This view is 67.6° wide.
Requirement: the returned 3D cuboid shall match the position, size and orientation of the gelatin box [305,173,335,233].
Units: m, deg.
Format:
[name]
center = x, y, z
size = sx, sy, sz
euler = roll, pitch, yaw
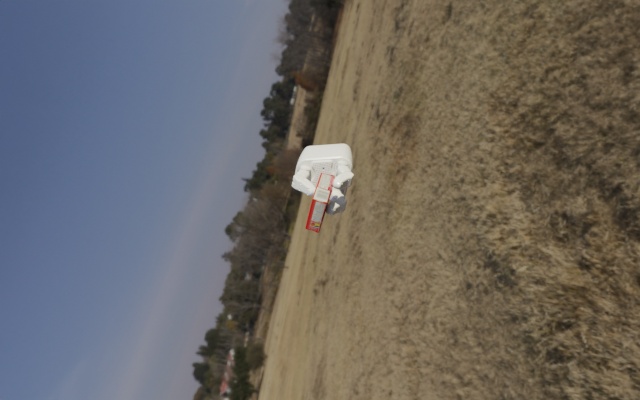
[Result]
[gelatin box]
center = 0.000, 0.003, 0.877
size = 0.030, 0.073, 0.089
euler = 16, 37, 1
